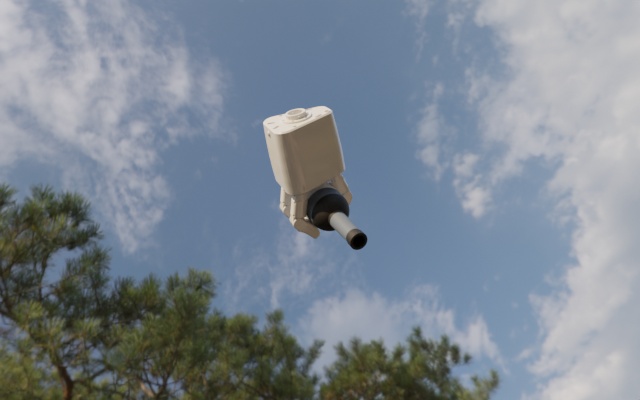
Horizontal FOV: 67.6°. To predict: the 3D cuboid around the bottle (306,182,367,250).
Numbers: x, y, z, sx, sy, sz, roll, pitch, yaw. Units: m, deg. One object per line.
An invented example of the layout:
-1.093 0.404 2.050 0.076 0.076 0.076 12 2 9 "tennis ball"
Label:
0.000 0.003 0.801 0.069 0.069 0.295 0 22 -24 "bottle"
